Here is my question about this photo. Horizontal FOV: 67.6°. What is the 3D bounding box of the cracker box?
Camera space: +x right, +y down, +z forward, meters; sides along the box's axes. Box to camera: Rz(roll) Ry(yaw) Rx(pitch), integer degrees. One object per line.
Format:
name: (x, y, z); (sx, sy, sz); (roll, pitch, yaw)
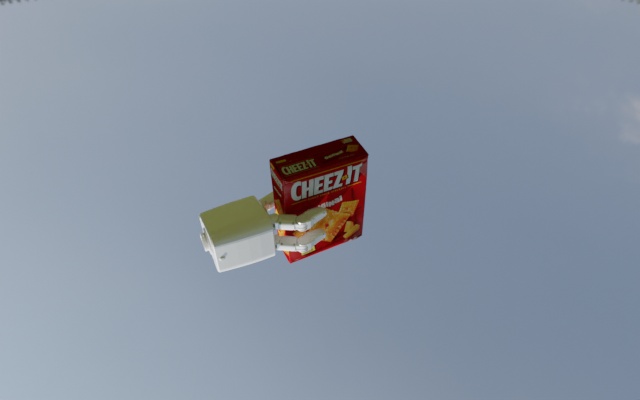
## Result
cracker box: (0.000, 0.003, 0.884); (0.164, 0.214, 0.072); (-19, 47, -18)
